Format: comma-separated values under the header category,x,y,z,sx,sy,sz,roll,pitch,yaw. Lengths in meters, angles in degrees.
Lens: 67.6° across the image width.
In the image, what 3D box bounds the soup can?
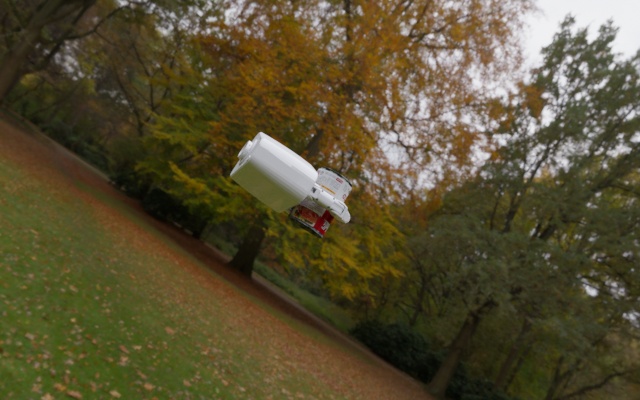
category,x,y,z,sx,sy,sz,roll,pitch,yaw
soup can,0.001,0.003,0.803,0.068,0.102,0.068,31,-10,6
